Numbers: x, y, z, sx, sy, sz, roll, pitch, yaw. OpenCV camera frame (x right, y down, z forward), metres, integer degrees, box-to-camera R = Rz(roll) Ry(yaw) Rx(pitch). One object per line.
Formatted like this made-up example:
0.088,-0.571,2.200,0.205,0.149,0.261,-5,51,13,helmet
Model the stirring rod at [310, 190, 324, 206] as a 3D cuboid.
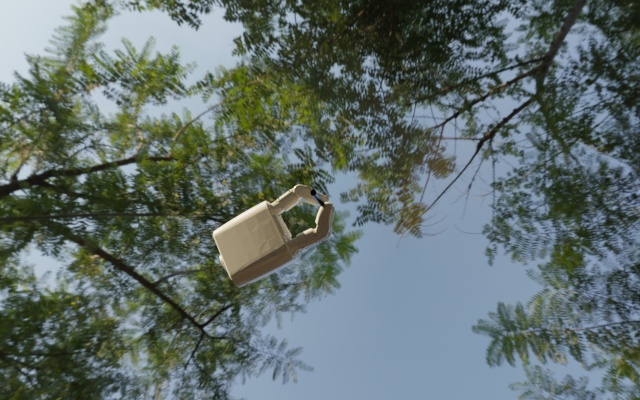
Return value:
0.000,0.002,0.735,0.011,0.011,0.239,0,-6,4,stirring rod
